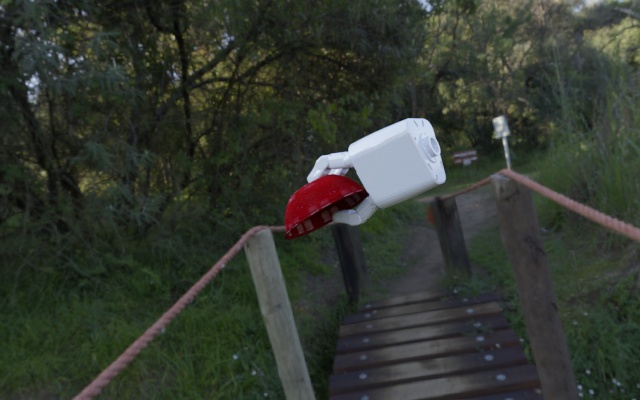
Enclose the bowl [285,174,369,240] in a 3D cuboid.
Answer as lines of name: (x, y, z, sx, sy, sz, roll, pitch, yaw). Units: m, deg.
bowl: (-0.001, 0.003, 0.797, 0.162, 0.055, 0.162, -29, -12, -6)
